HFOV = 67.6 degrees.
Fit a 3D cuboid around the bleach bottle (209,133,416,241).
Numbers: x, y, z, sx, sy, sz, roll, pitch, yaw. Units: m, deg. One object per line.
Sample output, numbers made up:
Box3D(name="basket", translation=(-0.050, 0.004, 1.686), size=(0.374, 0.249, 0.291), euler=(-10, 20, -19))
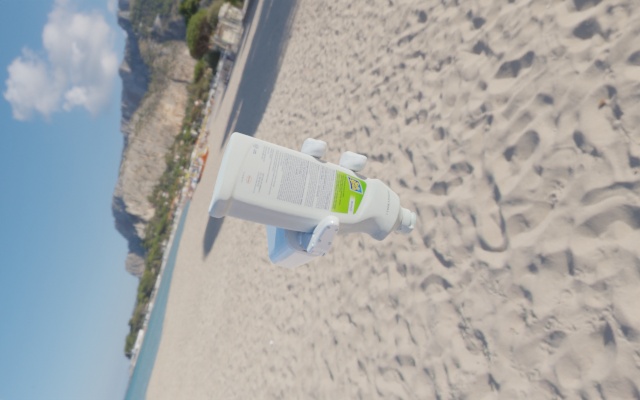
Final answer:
Box3D(name="bleach bottle", translation=(0.000, 0.002, 0.584), size=(0.251, 0.102, 0.068), euler=(17, -24, -15))
